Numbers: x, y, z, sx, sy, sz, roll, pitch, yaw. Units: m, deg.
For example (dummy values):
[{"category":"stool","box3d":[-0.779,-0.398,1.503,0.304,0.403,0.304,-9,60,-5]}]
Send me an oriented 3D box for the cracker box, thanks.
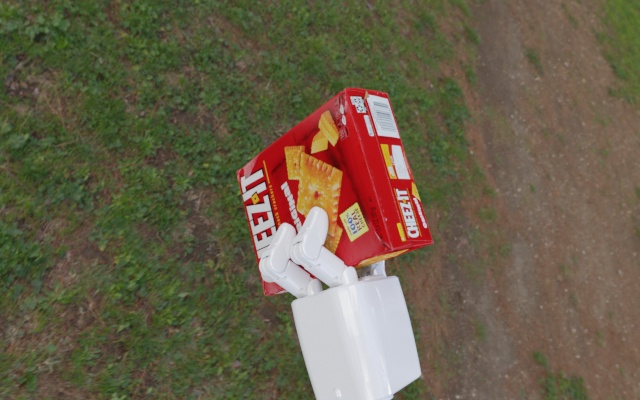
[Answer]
[{"category":"cracker box","box3d":[0.000,0.002,0.523,0.072,0.164,0.214,-2,-18,-42]}]
